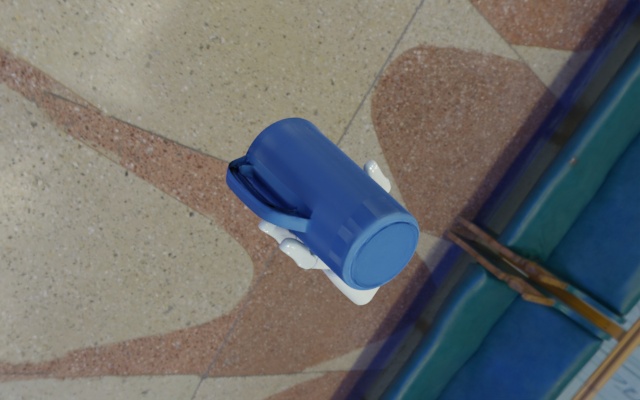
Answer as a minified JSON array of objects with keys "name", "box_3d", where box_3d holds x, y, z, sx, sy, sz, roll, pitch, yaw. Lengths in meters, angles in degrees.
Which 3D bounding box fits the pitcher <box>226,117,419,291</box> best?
[{"name":"pitcher","box_3d":[0.000,0.002,0.605,0.242,0.149,0.145,44,-7,43]}]
